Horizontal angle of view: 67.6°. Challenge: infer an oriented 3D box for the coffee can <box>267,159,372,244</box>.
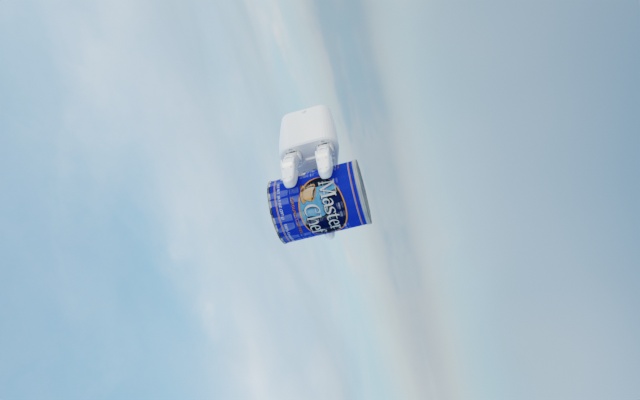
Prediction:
[{"bbox_3d":[0.000,0.003,0.742,0.140,0.103,0.103,-14,-2,8],"label":"coffee can"}]
